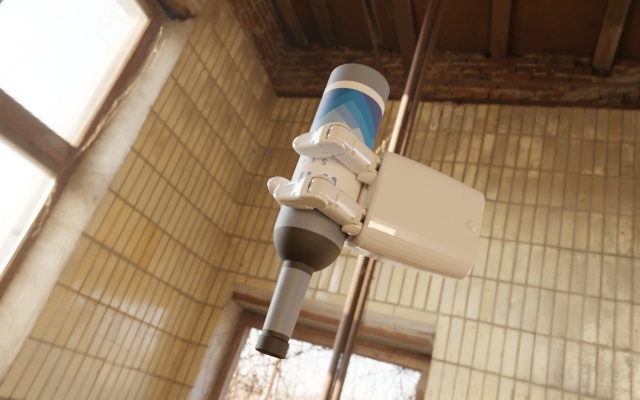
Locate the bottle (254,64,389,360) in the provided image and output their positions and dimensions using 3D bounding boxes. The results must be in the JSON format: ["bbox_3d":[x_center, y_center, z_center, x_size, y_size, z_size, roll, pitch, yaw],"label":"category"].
[{"bbox_3d":[0.000,0.001,0.458,0.069,0.295,0.069,15,-25,7],"label":"bottle"}]
